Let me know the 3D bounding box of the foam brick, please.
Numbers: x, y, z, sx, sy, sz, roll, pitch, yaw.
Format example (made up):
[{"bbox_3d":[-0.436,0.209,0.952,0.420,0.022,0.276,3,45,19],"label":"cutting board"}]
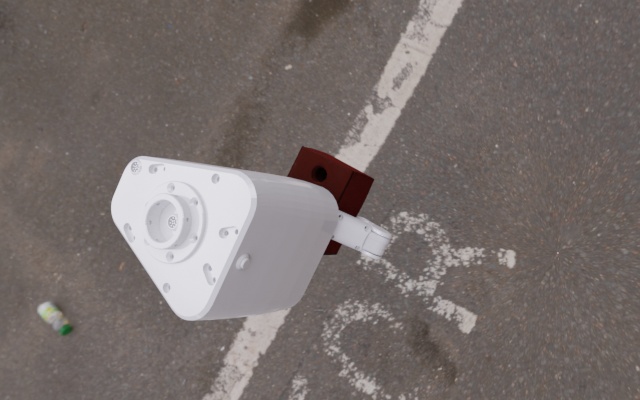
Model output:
[{"bbox_3d":[0.000,0.001,0.404,0.053,0.078,0.051,29,7,26],"label":"foam brick"}]
